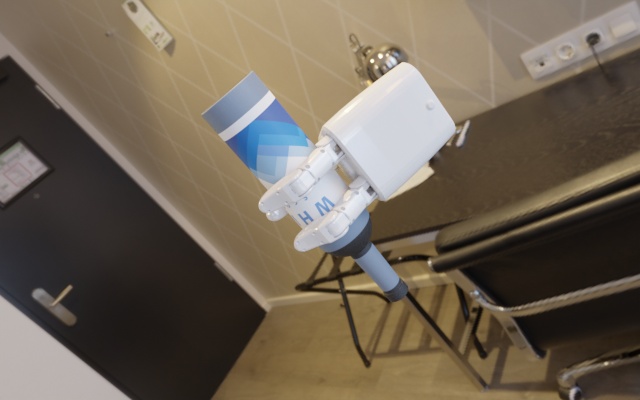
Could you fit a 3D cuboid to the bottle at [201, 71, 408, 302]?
[{"bbox_3d":[0.000,0.002,0.508,0.069,0.296,0.069,-36,19,14],"label":"bottle"}]
